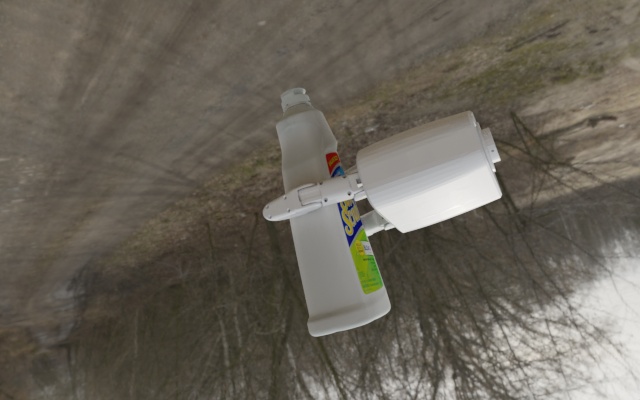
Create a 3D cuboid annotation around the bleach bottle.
[{"bbox_3d":[0.000,0.002,0.490,0.068,0.250,0.102,-20,-11,22],"label":"bleach bottle"}]
